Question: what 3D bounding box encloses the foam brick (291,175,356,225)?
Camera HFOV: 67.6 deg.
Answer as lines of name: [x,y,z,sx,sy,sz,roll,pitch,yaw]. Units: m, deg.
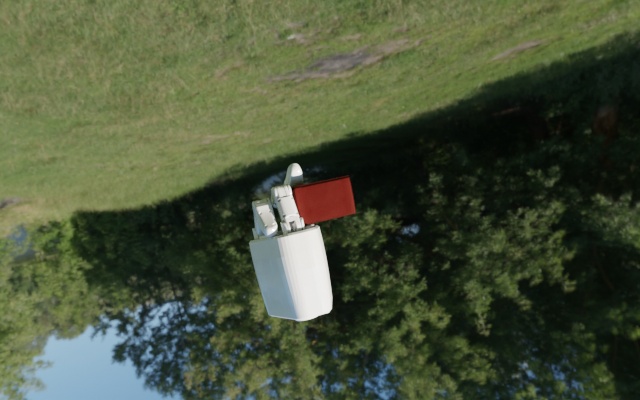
foam brick: [0.000,0.002,0.635,0.078,0.051,0.053,-13,-2,-15]
